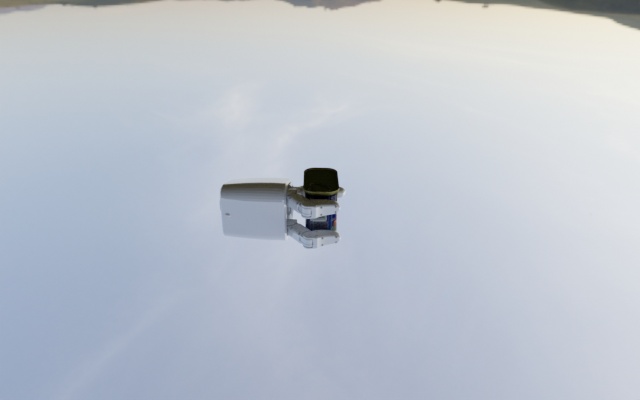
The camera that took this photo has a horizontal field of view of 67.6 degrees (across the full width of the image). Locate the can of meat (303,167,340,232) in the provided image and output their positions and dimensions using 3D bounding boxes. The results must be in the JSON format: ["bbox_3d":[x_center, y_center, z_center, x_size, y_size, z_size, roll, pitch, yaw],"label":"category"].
[{"bbox_3d":[0.000,0.003,0.791,0.057,0.084,0.102,0,26,-1],"label":"can of meat"}]
